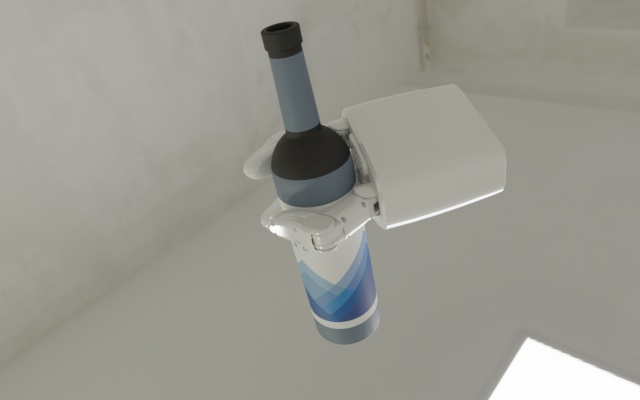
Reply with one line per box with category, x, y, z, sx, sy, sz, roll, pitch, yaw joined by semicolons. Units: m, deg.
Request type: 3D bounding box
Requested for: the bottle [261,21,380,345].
bottle;0.000;0.002;0.407;0.069;0.296;0.069;-9;34;6
